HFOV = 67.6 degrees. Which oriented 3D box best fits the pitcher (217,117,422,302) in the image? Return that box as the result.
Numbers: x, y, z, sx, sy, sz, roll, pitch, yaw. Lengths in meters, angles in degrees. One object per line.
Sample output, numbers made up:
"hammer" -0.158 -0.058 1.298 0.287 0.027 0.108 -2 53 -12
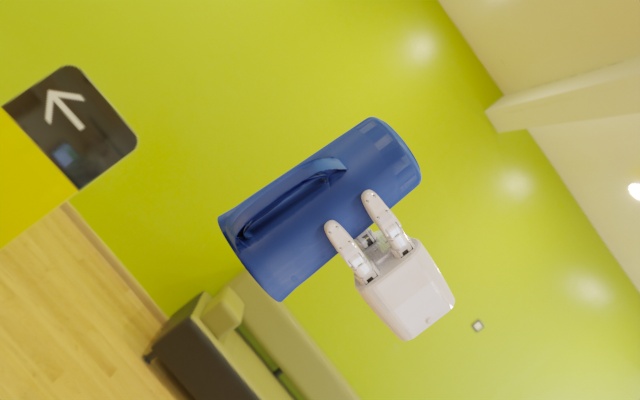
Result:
"pitcher" 0.000 0.002 0.594 0.243 0.145 0.149 -37 19 -1
